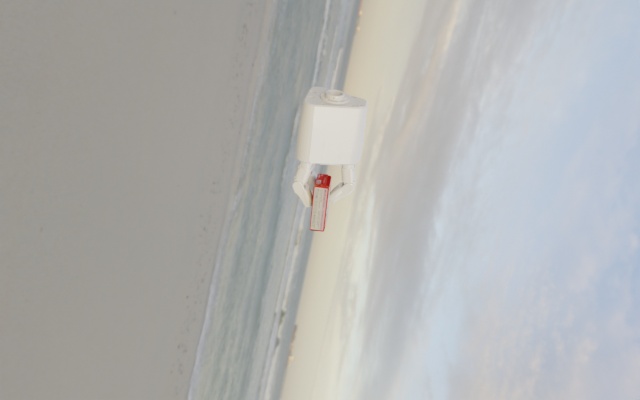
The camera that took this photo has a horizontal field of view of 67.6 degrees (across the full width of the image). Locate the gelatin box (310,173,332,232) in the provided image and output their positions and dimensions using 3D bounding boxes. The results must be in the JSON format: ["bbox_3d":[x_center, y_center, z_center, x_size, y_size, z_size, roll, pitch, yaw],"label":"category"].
[{"bbox_3d":[0.001,0.003,0.880,0.030,0.089,0.073,6,19,3],"label":"gelatin box"}]
